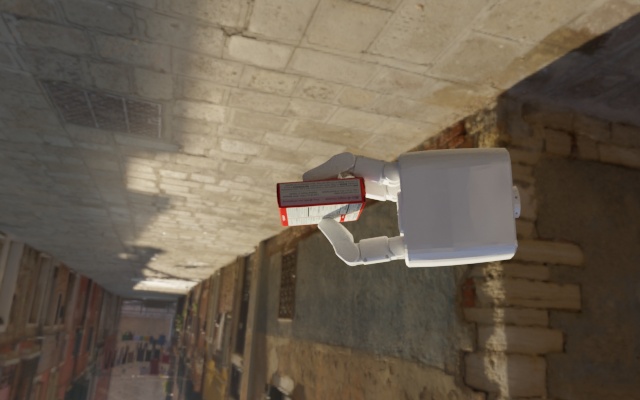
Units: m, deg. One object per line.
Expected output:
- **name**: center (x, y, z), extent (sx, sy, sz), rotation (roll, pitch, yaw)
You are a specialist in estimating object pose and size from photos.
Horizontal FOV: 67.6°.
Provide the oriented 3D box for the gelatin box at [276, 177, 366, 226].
- **gelatin box**: center (0.000, 0.002, 0.503), extent (0.089, 0.030, 0.073), rotation (-5, -16, -3)
